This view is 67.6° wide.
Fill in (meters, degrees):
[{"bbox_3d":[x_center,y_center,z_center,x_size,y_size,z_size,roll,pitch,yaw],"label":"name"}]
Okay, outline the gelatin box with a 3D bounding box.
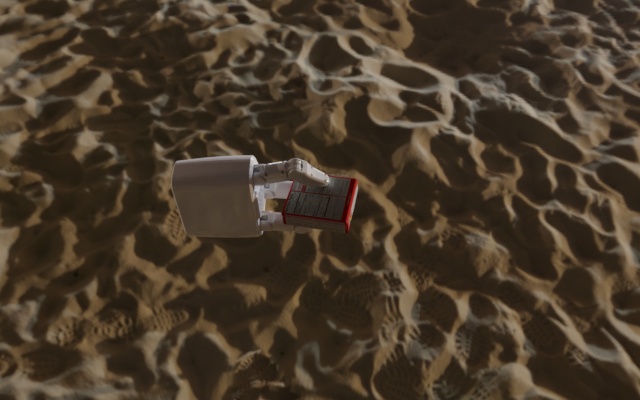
[{"bbox_3d":[0.000,0.002,0.637,0.089,0.073,0.030,7,-36,13],"label":"gelatin box"}]
